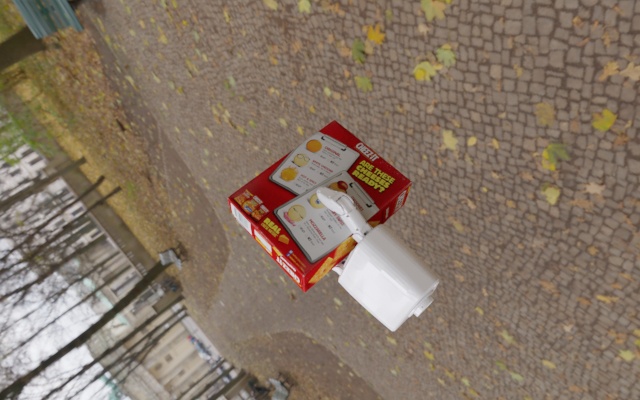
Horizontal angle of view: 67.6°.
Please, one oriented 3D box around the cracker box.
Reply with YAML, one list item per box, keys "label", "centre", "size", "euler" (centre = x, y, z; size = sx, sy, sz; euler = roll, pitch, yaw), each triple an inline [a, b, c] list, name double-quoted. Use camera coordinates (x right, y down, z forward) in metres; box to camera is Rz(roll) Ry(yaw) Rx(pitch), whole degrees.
- label: "cracker box"
  centre: [0.000, 0.002, 0.703]
  size: [0.213, 0.164, 0.072]
  euler: [-39, -23, -22]
